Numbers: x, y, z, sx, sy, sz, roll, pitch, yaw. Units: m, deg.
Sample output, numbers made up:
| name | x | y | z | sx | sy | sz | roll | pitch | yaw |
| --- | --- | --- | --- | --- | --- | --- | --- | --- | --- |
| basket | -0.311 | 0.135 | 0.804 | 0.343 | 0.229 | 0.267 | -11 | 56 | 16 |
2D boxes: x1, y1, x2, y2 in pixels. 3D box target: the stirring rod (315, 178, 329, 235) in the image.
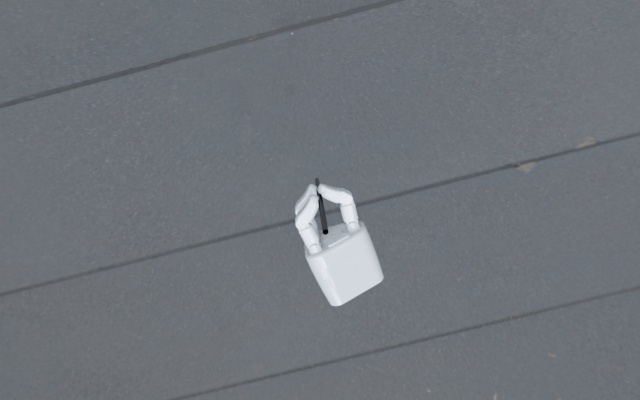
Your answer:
| name | x | y | z | sx | sy | sz | roll | pitch | yaw |
| --- | --- | --- | --- | --- | --- | --- | --- | --- | --- |
| stirring rod | 0.000 | 0.002 | 0.747 | 0.011 | 0.011 | 0.239 | 0 | 19 | -3 |
